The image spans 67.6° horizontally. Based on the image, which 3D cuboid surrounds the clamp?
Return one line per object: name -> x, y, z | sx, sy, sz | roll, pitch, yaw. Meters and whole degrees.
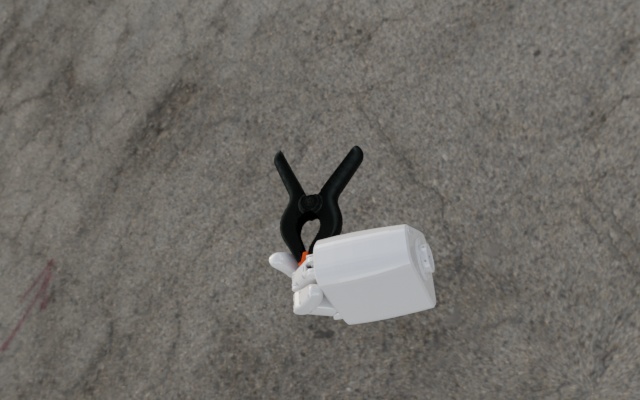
clamp -> 0.000, 0.002, 0.599 | 0.120, 0.171, 0.039 | -13, -25, 18
